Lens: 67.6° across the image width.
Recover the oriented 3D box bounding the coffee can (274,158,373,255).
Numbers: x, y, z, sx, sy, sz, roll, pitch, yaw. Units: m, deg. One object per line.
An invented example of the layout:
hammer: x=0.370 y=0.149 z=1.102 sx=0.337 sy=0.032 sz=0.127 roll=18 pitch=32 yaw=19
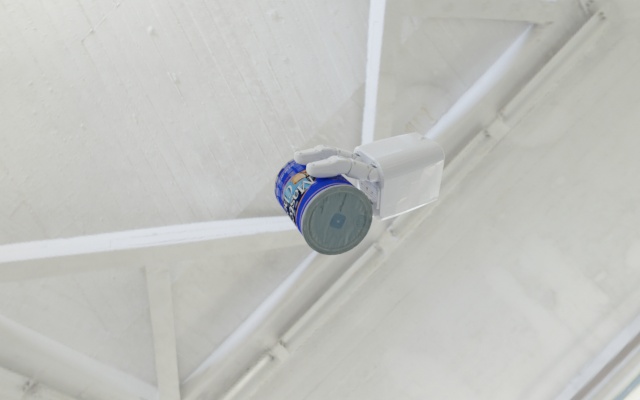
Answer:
coffee can: x=0.000 y=0.002 z=0.698 sx=0.103 sy=0.103 sz=0.140 roll=0 pitch=22 yaw=-22
